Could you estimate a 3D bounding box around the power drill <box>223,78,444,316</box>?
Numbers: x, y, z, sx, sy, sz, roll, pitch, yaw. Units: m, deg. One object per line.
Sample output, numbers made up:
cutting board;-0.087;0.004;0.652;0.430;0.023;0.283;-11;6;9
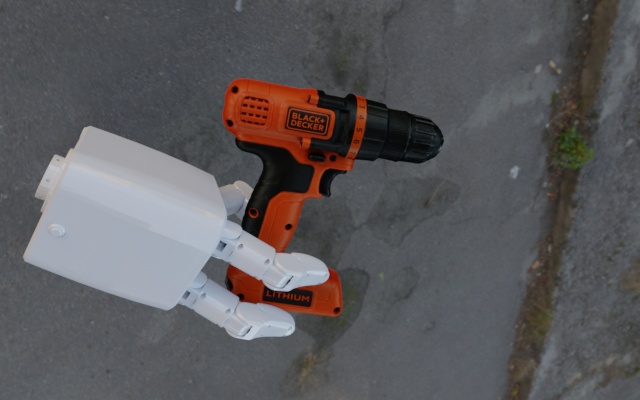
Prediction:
power drill;0.000;0.002;0.410;0.184;0.188;0.057;10;12;-8
